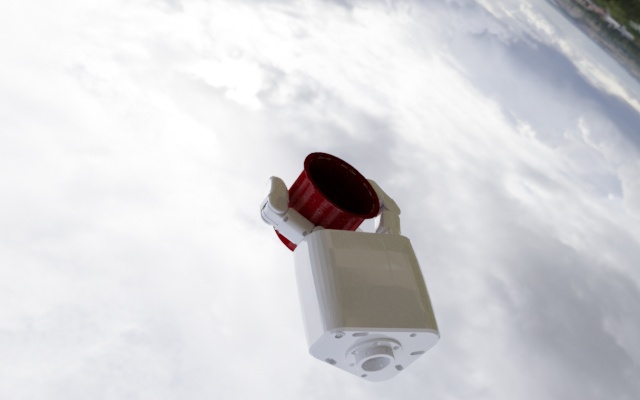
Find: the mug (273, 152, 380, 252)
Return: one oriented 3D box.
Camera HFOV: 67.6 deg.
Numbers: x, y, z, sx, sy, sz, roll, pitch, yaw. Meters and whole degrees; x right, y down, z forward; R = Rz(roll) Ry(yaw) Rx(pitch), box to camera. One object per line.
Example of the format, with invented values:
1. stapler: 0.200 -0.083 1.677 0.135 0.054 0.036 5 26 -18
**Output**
1. mug: 0.000 0.001 0.513 0.093 0.117 0.081 22 -55 -26
